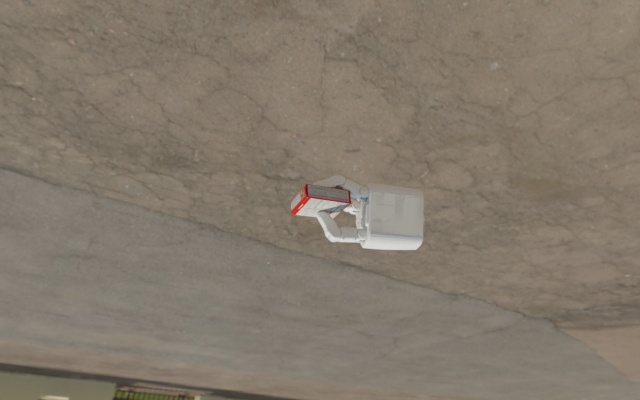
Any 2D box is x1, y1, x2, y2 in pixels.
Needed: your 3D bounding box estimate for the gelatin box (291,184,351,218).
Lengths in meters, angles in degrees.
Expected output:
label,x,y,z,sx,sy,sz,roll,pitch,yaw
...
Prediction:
label,x,y,z,sx,sy,sz,roll,pitch,yaw
gelatin box,0.000,0.003,0.861,0.089,0.030,0.073,7,-28,-25
